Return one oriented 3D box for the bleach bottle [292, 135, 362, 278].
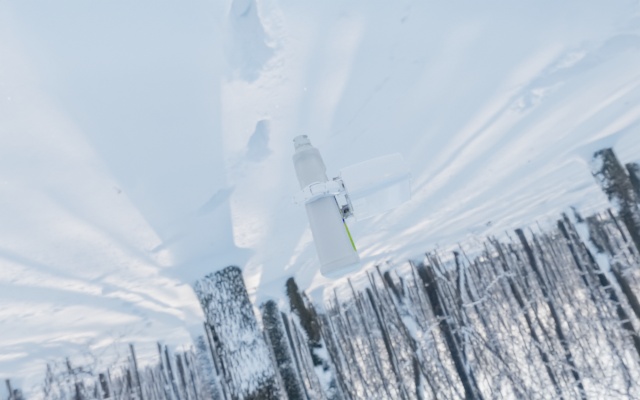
[{"bbox_3d":[0.000,0.003,0.815,0.068,0.250,0.102,-19,-14,3],"label":"bleach bottle"}]
